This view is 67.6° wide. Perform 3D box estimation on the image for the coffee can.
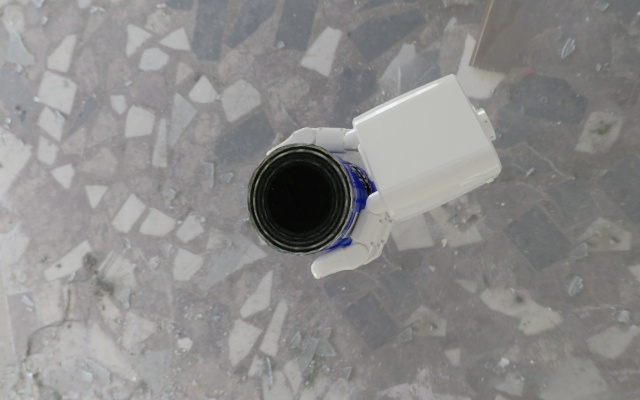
[{"bbox_3d":[0.000,0.002,0.495,0.103,0.103,0.140,0,-2,17],"label":"coffee can"}]
